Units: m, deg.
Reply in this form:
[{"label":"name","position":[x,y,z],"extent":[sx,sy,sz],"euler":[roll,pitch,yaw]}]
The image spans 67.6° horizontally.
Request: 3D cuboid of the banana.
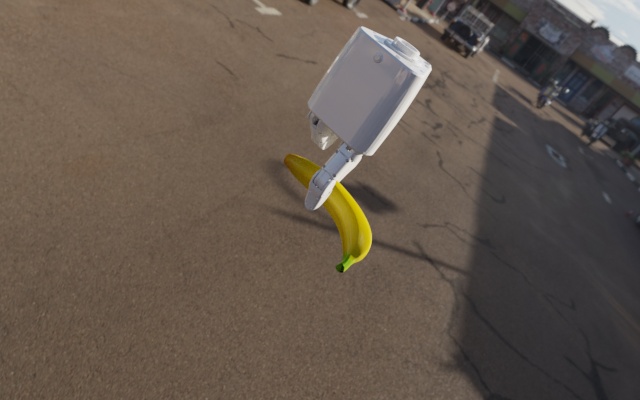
[{"label":"banana","position":[0.016,0.007,0.609],"extent":[0.069,0.037,0.197],"euler":[10,38,-39]}]
